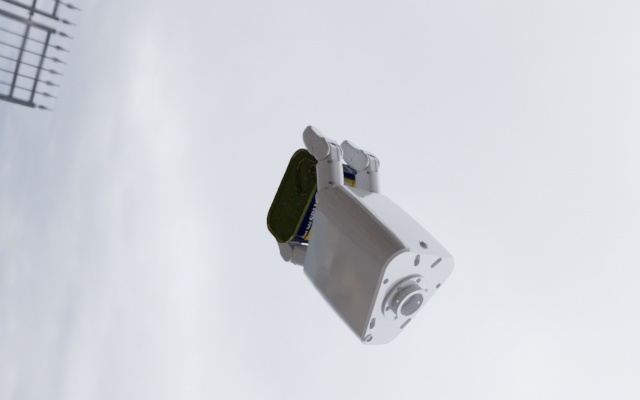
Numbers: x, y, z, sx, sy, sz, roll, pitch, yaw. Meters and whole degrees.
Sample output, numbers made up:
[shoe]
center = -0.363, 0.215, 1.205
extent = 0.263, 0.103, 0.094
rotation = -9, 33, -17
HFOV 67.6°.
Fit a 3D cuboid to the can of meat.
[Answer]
[can of meat]
center = 0.000, 0.002, 0.535
extent = 0.084, 0.102, 0.057
rotation = 12, 18, -39
